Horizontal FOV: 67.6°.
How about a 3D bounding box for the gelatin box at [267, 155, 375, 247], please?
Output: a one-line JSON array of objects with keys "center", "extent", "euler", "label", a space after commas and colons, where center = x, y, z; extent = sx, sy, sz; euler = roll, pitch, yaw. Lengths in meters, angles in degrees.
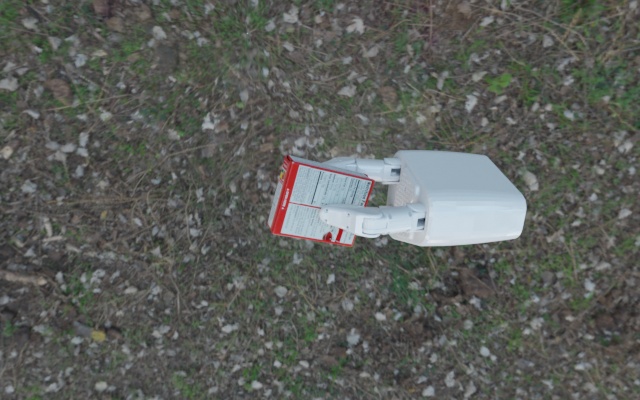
[{"center": [0.000, 0.002, 0.468], "extent": [0.089, 0.073, 0.030], "euler": [11, 15, -21], "label": "gelatin box"}]
